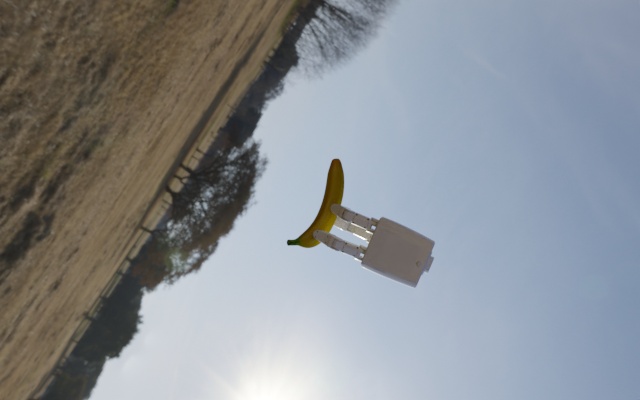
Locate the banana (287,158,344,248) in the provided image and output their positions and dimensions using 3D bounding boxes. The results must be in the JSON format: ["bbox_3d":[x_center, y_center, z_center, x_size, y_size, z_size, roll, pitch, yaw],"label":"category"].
[{"bbox_3d":[0.008,0.016,0.912,0.037,0.197,0.070,11,-25,39],"label":"banana"}]
